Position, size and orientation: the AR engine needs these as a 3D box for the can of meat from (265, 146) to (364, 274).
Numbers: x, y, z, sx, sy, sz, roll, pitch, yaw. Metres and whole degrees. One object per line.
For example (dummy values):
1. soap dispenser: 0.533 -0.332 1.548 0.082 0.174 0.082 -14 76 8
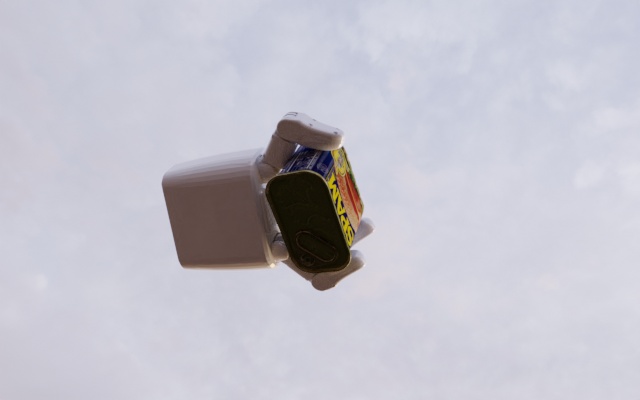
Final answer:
1. can of meat: 0.000 0.001 0.443 0.057 0.102 0.084 -9 26 21
